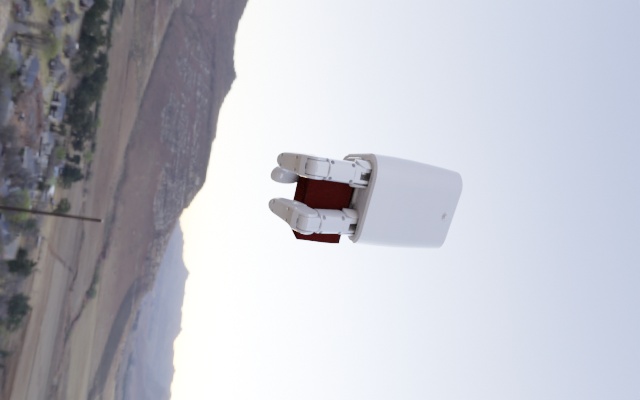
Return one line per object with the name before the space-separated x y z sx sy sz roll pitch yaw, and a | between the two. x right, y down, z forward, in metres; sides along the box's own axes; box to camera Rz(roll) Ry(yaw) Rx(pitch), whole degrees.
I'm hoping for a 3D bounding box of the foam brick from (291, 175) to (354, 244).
foam brick | 0.000 0.002 0.526 0.051 0.078 0.053 8 20 -17
